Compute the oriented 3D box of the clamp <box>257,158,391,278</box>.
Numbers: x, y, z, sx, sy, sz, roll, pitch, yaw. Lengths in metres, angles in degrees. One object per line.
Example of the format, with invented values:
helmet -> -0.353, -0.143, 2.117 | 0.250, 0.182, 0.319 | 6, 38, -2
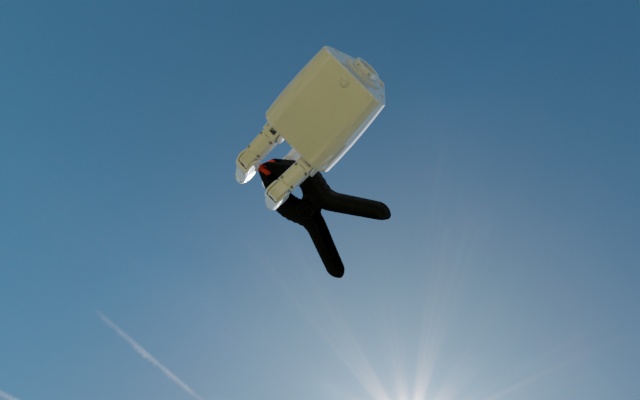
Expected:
clamp -> 0.000, 0.002, 0.581 | 0.120, 0.171, 0.039 | -45, -3, 26
